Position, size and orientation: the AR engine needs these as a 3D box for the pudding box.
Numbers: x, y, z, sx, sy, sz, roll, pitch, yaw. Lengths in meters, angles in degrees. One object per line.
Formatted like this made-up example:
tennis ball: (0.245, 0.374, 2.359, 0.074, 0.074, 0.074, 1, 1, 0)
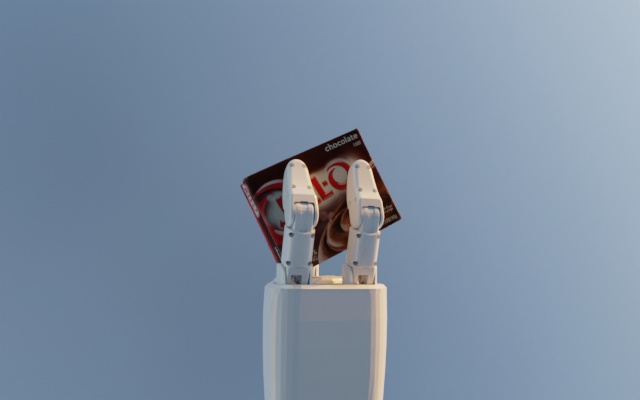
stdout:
pudding box: (0.000, 0.001, 0.413, 0.113, 0.090, 0.039, -26, 1, -20)
